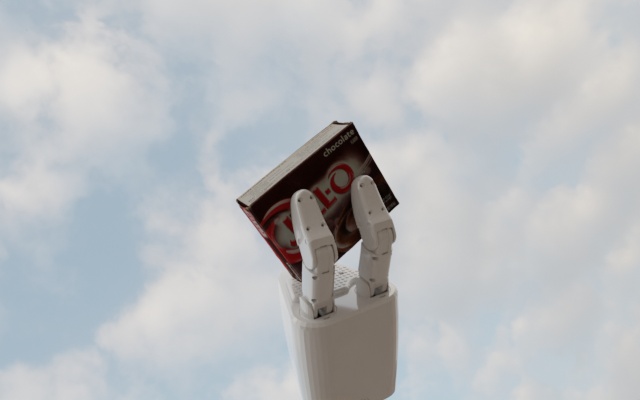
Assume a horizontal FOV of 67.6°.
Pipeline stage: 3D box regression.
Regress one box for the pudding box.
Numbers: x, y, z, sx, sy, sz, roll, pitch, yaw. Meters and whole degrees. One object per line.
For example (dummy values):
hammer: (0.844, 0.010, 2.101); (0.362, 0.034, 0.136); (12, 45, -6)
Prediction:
pudding box: (0.000, 0.001, 0.402); (0.113, 0.090, 0.039); (-42, 28, -16)
